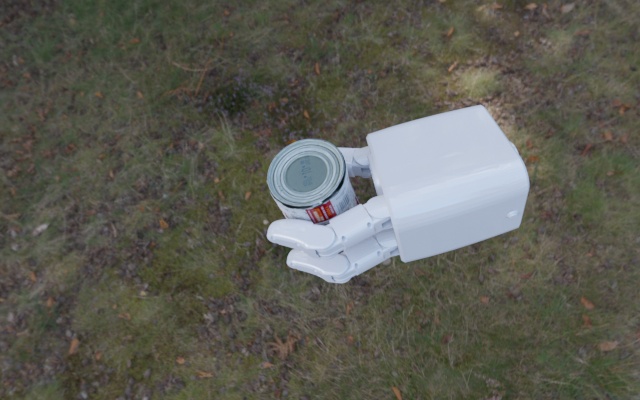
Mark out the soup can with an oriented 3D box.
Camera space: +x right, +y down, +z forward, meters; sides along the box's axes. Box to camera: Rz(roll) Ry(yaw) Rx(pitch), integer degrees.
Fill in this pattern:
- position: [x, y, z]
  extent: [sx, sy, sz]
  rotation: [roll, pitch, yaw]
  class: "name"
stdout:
- position: [-0.001, 0.001, 0.423]
  extent: [0.068, 0.068, 0.102]
  rotation: [0, -29, 16]
  class: "soup can"
